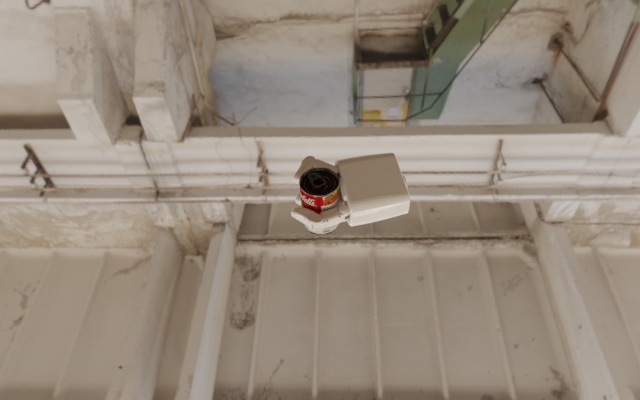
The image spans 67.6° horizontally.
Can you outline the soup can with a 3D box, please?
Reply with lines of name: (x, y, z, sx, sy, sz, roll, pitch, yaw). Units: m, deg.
soup can: (0.000, 0.003, 0.828, 0.068, 0.068, 0.102, 0, -43, 3)
